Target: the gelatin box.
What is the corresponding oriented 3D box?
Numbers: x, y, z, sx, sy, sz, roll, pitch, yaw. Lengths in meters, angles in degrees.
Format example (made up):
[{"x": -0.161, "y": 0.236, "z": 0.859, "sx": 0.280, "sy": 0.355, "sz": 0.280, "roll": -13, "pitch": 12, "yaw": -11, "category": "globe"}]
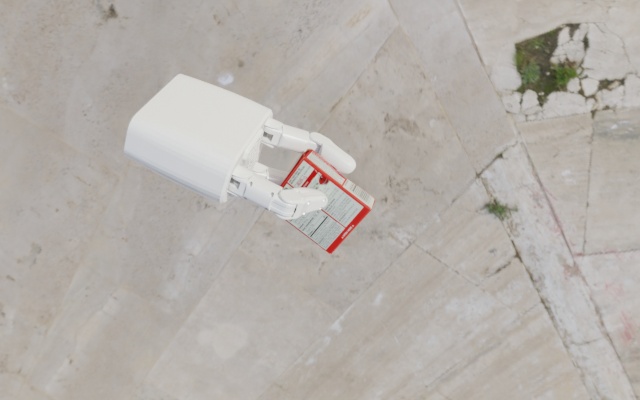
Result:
[{"x": 0.000, "y": 0.002, "z": 0.499, "sx": 0.089, "sy": 0.073, "sz": 0.030, "roll": 38, "pitch": 28, "yaw": -2, "category": "gelatin box"}]
